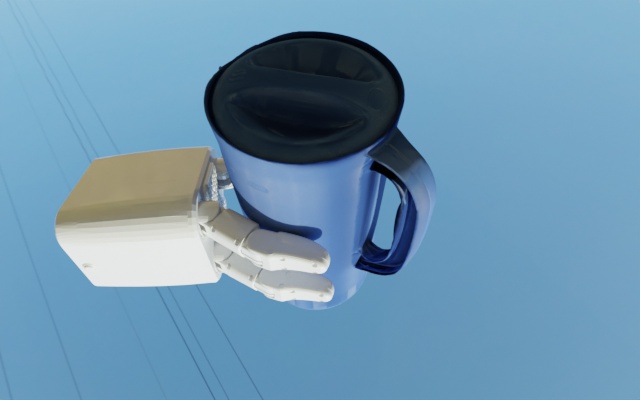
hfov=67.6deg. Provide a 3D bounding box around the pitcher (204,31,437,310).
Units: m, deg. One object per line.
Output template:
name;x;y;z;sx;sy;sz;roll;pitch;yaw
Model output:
pitcher;0.000;0.001;0.401;0.145;0.149;0.243;-5;-37;-1
